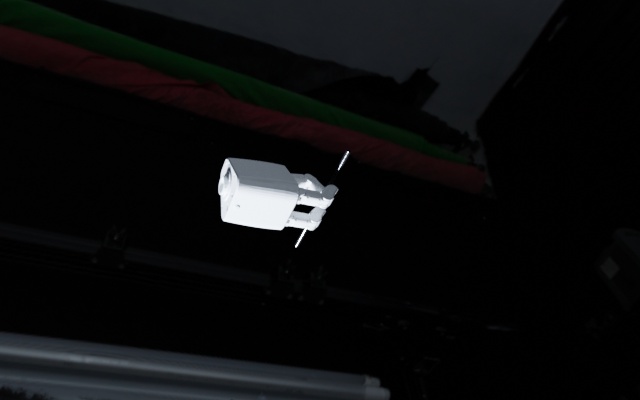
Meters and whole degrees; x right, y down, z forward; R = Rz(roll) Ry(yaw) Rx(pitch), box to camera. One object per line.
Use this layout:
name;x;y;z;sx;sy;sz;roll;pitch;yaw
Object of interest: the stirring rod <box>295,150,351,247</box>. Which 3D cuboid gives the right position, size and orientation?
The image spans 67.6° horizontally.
stirring rod;0.000;0.003;0.880;0.011;0.240;0.011;19;36;-14
